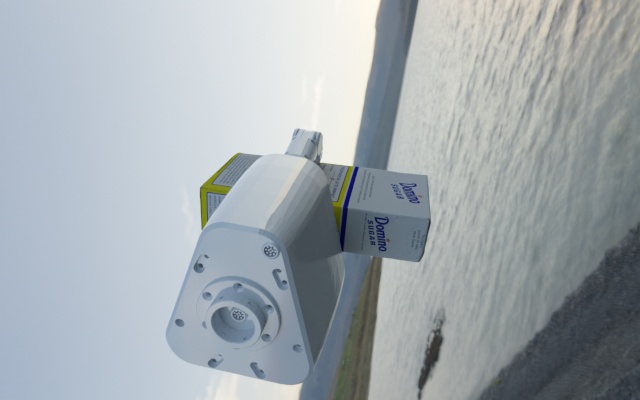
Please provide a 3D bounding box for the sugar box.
[{"bbox_3d":[0.000,0.002,0.400,0.176,0.048,0.093,10,26,7],"label":"sugar box"}]
